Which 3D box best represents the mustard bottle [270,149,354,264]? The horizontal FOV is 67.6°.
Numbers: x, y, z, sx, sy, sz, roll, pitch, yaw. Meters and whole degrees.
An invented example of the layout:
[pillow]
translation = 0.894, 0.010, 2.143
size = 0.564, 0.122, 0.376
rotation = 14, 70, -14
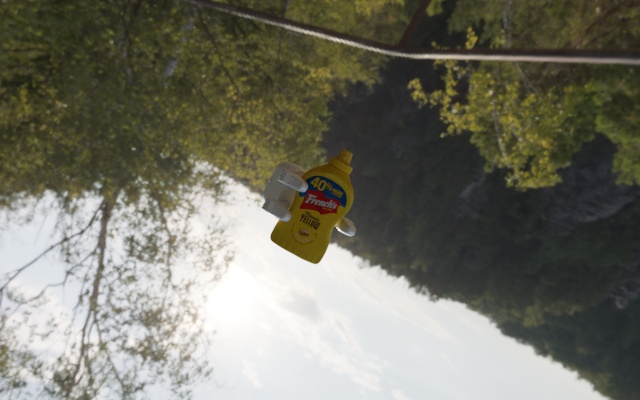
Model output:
[mustard bottle]
translation = 0.000, 0.003, 0.793
size = 0.096, 0.191, 0.058
rotation = 29, 4, 0
